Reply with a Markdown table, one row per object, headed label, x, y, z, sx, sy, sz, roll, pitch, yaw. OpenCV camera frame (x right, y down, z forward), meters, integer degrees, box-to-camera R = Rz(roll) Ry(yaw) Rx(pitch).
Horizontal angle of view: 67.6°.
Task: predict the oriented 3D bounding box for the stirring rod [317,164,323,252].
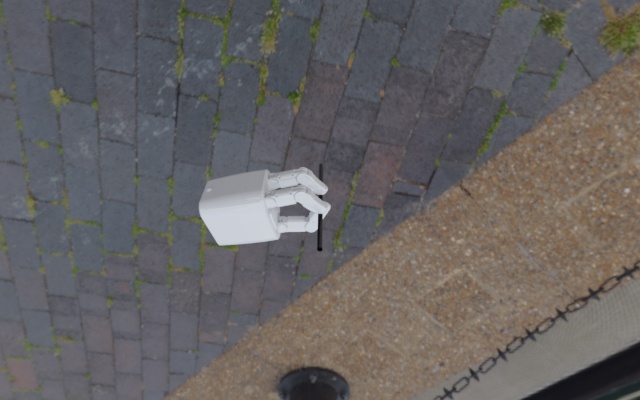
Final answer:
| label | x | y | z | sx | sy | sz | roll | pitch | yaw |
| --- | --- | --- | --- | --- | --- | --- | --- | --- | --- |
| stirring rod | 0.000 | 0.003 | 0.782 | 0.011 | 0.011 | 0.239 | 0 | 34 | 1 |
